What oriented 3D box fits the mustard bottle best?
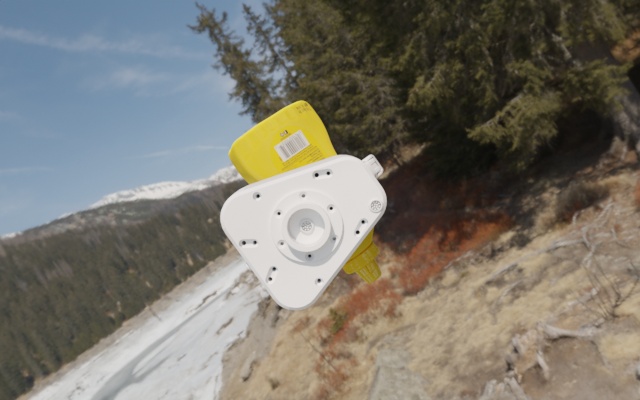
[{"bbox_3d":[0.000,0.001,0.481,0.096,0.191,0.058,-37,2,-23],"label":"mustard bottle"}]
